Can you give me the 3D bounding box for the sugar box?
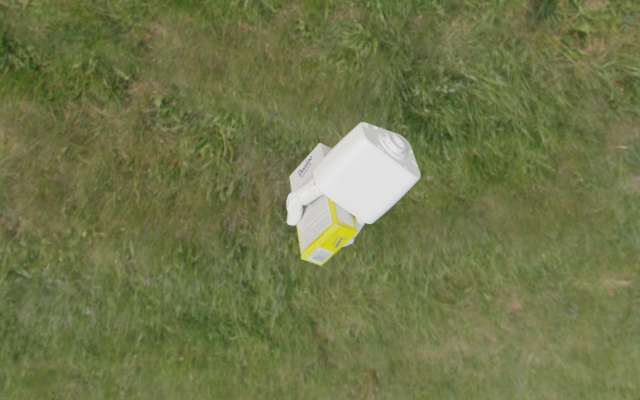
[{"bbox_3d":[0.001,0.003,0.747,0.048,0.176,0.093,24,-51,-29],"label":"sugar box"}]
